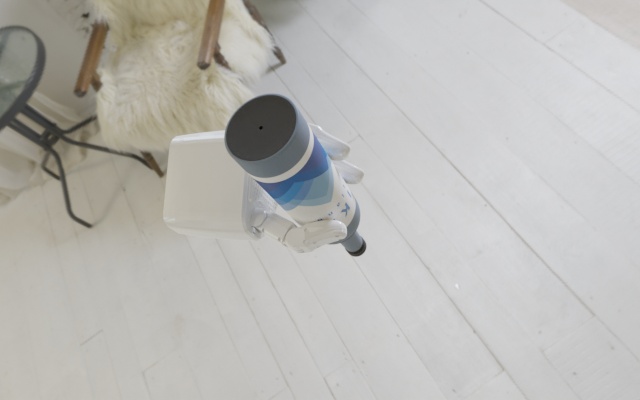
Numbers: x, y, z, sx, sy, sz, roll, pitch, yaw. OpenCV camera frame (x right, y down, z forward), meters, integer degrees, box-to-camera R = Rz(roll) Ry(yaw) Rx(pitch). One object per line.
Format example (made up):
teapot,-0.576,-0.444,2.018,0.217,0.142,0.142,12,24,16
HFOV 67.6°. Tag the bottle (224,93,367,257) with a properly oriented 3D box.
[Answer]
bottle,0.000,0.002,0.506,0.069,0.069,0.296,0,-24,21
